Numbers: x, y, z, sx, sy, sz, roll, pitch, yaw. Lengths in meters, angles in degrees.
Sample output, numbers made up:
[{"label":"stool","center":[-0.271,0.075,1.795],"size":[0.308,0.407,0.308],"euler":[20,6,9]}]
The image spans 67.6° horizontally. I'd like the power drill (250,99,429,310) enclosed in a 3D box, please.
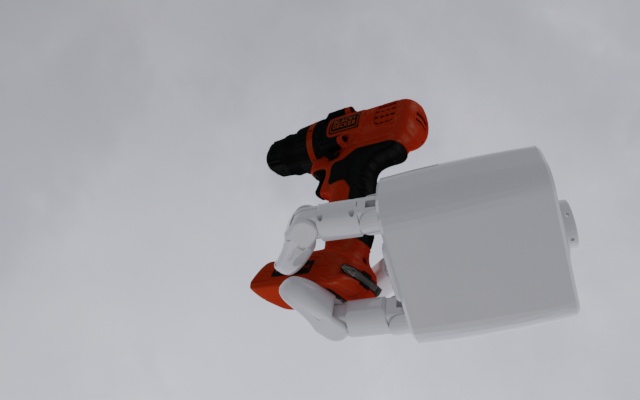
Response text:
[{"label":"power drill","center":[0.000,0.002,0.431],"size":[0.184,0.187,0.057],"euler":[-12,-37,41]}]
